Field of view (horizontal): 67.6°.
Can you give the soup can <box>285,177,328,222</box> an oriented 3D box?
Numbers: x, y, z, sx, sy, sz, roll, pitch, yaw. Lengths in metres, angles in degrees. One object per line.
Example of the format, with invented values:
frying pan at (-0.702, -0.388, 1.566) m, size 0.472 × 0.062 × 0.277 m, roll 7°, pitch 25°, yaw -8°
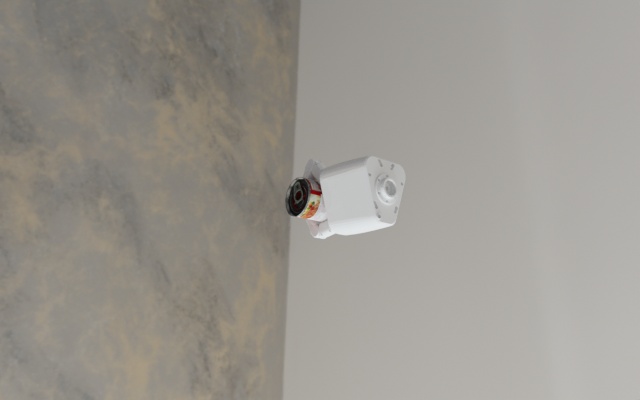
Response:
soup can at (0.000, 0.003, 0.825) m, size 0.102 × 0.068 × 0.068 m, roll 13°, pitch -8°, yaw -37°
